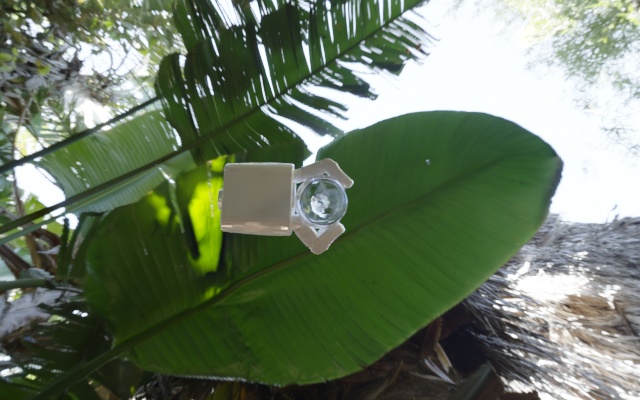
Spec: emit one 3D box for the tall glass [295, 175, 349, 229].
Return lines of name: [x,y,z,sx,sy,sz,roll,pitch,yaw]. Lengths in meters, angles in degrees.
tall glass: [0.000,0.002,0.732,0.079,0.079,0.201,0,0,-2]
